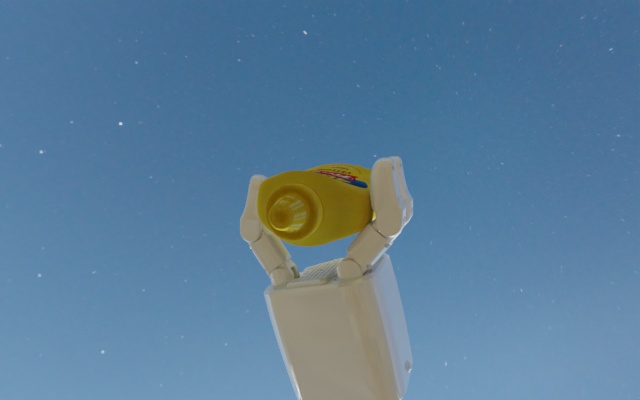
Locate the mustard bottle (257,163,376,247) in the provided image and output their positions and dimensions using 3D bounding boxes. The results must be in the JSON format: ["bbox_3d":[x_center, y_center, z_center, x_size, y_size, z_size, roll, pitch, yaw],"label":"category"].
[{"bbox_3d":[0.000,0.001,0.408,0.096,0.058,0.191,9,9,15],"label":"mustard bottle"}]
